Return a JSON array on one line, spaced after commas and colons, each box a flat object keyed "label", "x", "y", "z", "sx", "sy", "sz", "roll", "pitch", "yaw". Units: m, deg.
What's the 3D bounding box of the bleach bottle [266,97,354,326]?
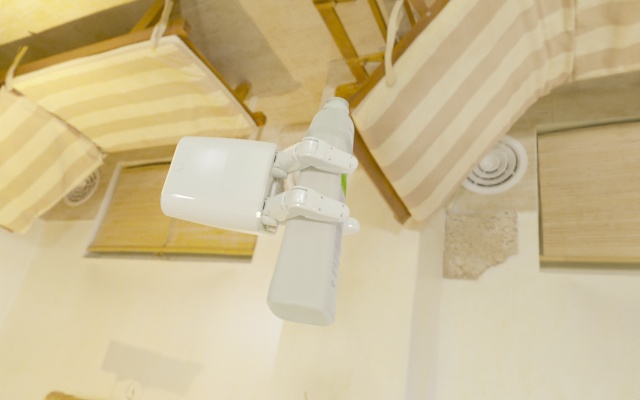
[{"label": "bleach bottle", "x": 0.000, "y": 0.002, "z": 0.525, "sx": 0.068, "sy": 0.250, "sz": 0.103, "roll": 7, "pitch": -24, "yaw": 7}]
